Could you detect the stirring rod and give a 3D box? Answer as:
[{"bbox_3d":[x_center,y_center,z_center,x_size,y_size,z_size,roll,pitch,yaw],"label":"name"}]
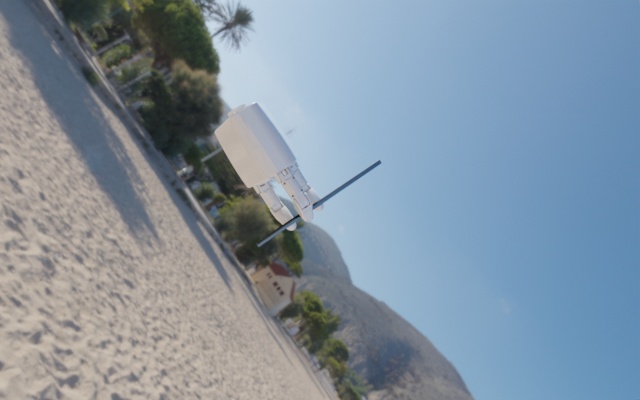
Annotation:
[{"bbox_3d":[0.000,0.002,0.758,0.239,0.011,0.011,-34,8,-11],"label":"stirring rod"}]
